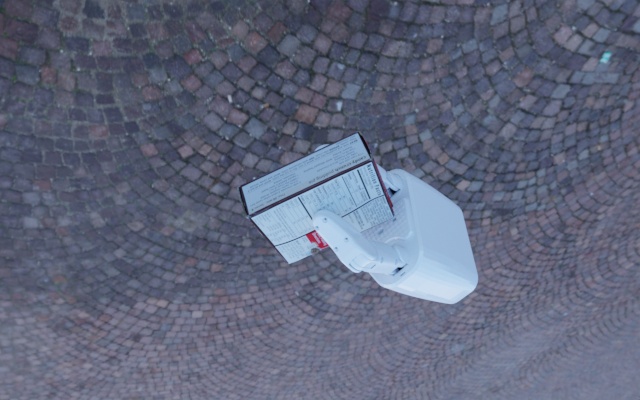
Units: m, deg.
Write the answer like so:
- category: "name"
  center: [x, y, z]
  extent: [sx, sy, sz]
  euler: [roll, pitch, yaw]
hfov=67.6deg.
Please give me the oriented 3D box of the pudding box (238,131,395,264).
- category: "pudding box"
  center: [0.000, 0.001, 0.410]
  extent: [0.113, 0.039, 0.090]
  euler: [-26, -39, 3]
